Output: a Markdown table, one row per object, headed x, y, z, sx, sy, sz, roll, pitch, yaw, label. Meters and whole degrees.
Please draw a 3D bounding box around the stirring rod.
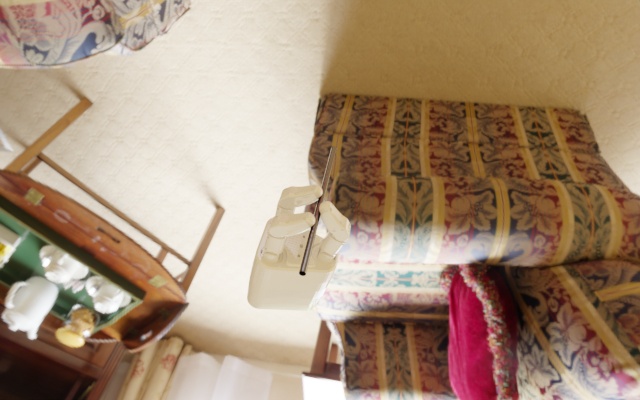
| x | y | z | sx | sy | sz | roll | pitch | yaw | label |
| --- | --- | --- | --- | --- | --- | --- | --- | --- | --- |
| 0.000 | 0.002 | 0.612 | 0.011 | 0.011 | 0.239 | 0 | 41 | 13 | stirring rod |
